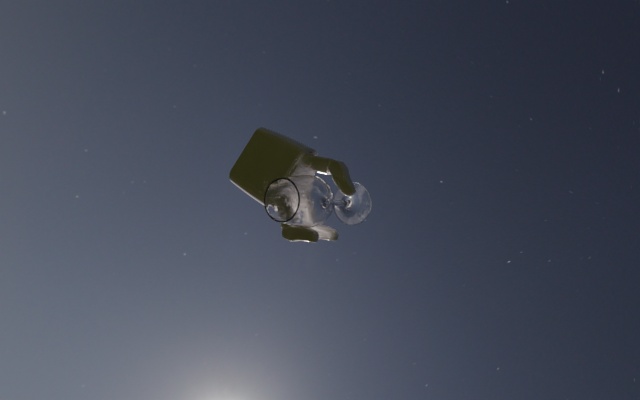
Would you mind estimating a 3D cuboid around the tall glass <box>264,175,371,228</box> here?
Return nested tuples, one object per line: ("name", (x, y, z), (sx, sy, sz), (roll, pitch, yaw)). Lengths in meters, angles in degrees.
("tall glass", (0.001, 0.002, 0.735), (0.079, 0.079, 0.201), (0, -2, 33))
